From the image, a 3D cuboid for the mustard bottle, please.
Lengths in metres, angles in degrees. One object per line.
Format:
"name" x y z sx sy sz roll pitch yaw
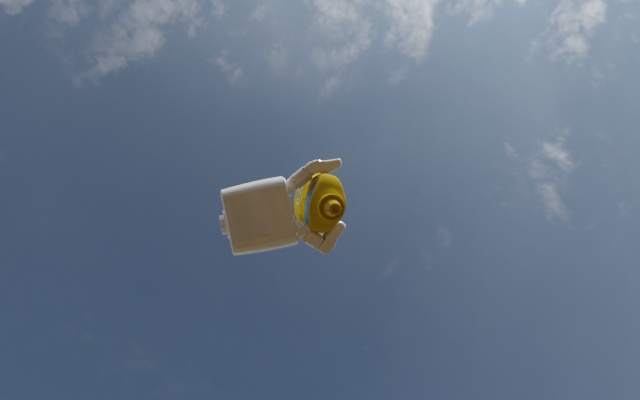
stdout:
"mustard bottle" 0.000 0.003 0.789 0.058 0.096 0.191 14 3 -13
